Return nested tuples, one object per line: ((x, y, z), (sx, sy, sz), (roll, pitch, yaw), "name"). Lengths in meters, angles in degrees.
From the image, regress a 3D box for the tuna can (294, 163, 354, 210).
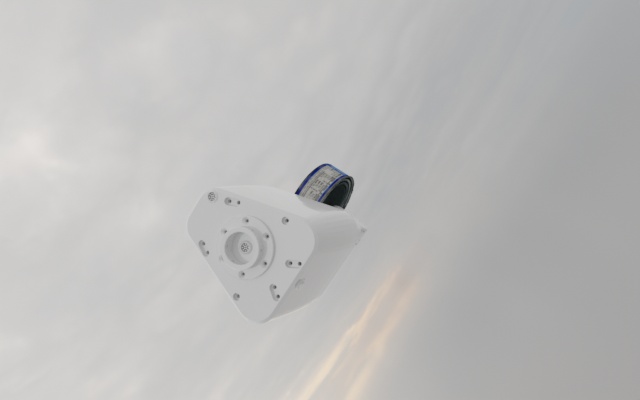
((0.000, 0.001, 0.539), (0.033, 0.086, 0.086), (33, 12, 19), "tuna can")
